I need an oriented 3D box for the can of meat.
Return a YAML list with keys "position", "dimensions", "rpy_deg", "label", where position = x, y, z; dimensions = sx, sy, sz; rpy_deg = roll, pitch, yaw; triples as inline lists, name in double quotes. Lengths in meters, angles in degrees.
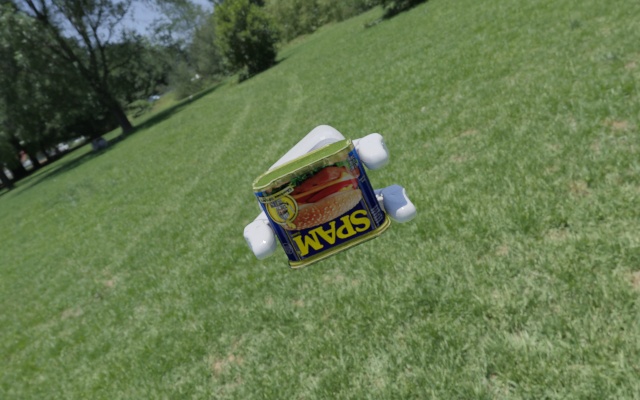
- position: [0.000, 0.001, 0.431]
  dimensions: [0.102, 0.084, 0.057]
  rpy_deg: [-23, 16, 6]
  label: "can of meat"
